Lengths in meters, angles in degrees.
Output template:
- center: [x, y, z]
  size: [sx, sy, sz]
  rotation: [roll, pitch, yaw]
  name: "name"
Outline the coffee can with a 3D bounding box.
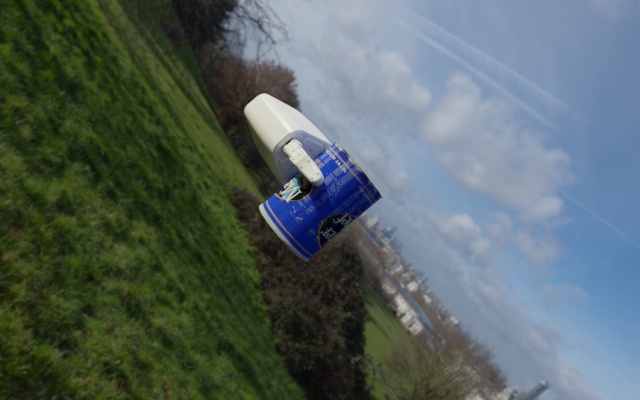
- center: [0.000, 0.002, 0.669]
  size: [0.140, 0.103, 0.103]
  rotation: [-40, -2, 2]
  name: "coffee can"
